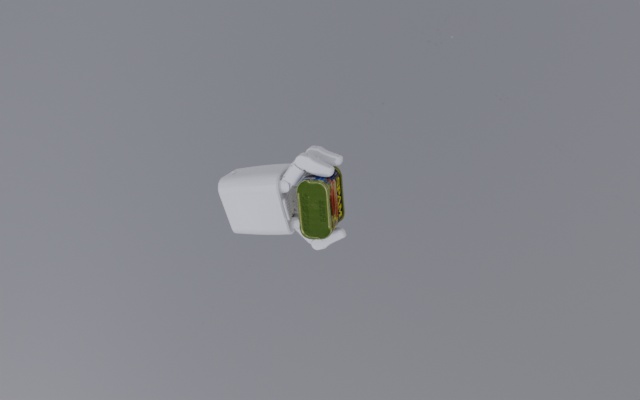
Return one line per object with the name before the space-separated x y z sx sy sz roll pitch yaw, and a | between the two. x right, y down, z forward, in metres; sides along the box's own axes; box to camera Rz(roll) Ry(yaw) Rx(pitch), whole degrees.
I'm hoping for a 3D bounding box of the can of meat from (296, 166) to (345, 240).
can of meat | 0.000 0.003 0.759 0.057 0.102 0.084 0 18 16
